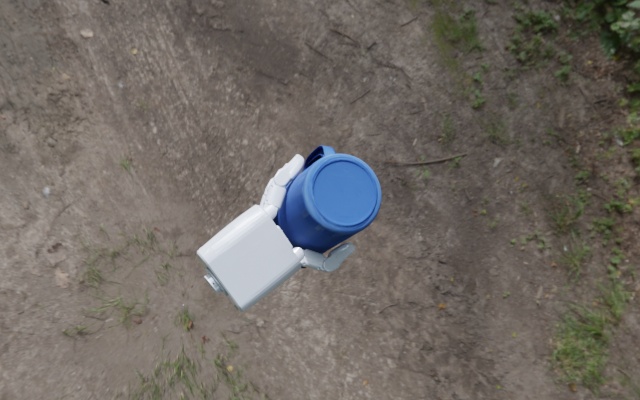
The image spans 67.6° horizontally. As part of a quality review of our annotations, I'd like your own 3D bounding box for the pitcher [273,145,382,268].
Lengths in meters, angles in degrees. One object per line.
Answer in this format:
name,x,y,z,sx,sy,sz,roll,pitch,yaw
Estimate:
pitcher,0.000,0.003,0.723,0.145,0.149,0.243,-37,0,-19
